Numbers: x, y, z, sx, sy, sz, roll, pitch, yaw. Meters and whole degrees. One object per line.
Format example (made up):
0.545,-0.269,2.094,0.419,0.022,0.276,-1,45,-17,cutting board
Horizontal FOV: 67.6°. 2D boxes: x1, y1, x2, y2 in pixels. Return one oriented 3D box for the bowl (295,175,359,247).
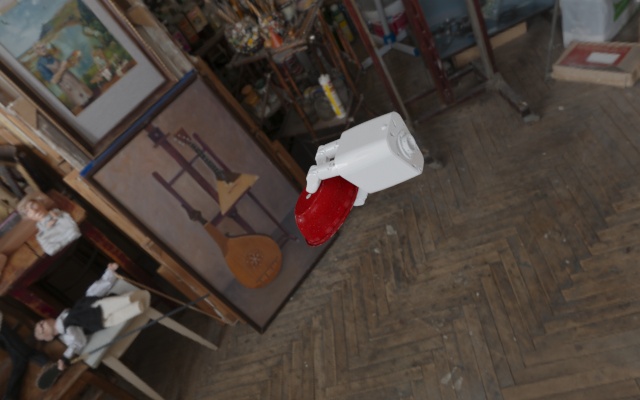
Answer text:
-0.001,0.003,0.889,0.055,0.162,0.162,32,-12,-20,bowl
